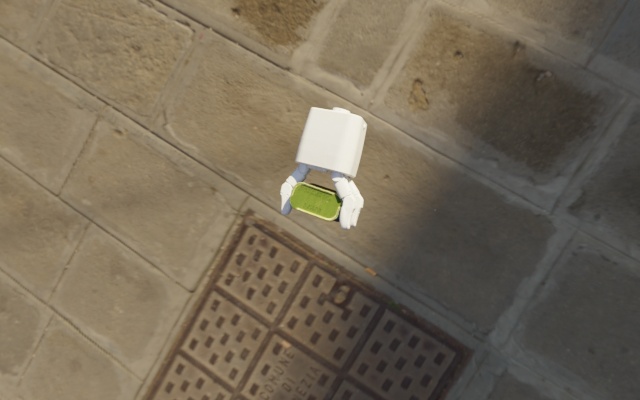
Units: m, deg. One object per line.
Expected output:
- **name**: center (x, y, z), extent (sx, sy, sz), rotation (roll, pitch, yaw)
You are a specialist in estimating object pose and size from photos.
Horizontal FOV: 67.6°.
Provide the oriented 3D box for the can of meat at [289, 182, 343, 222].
- **can of meat**: center (0.000, 0.003, 0.889), extent (0.102, 0.057, 0.084), rotation (19, 3, 13)
